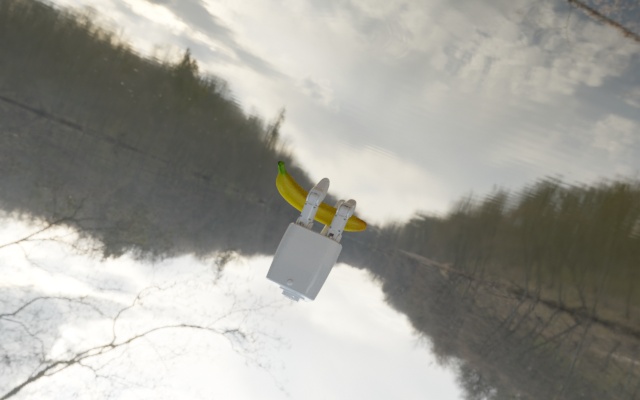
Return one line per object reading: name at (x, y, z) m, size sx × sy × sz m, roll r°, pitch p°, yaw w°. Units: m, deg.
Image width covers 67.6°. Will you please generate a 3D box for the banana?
banana at (-0.009, 0.007, 0.874) m, size 0.198 × 0.037 × 0.070 m, roll 35°, pitch -28°, yaw -6°
